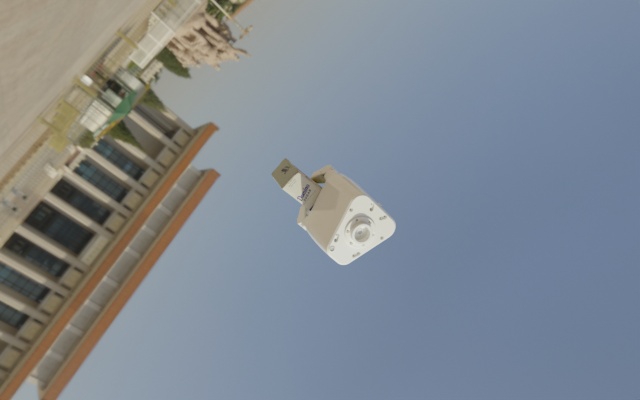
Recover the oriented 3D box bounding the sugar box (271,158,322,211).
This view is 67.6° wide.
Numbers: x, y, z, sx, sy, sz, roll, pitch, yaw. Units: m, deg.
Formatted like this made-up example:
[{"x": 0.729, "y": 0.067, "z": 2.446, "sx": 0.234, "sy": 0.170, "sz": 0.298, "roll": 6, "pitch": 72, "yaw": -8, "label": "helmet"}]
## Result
[{"x": 0.001, "y": 0.002, "z": 0.829, "sx": 0.176, "sy": 0.048, "sz": 0.093, "roll": 42, "pitch": 2, "yaw": -25, "label": "sugar box"}]
